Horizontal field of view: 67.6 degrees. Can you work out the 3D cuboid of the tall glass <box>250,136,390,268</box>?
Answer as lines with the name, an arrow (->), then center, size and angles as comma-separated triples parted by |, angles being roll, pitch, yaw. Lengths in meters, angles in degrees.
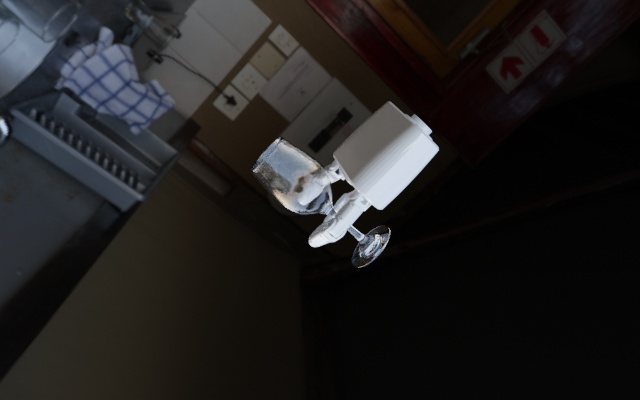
tall glass -> 0.000, 0.003, 0.650 | 0.201, 0.079, 0.079 | 41, -14, -16
